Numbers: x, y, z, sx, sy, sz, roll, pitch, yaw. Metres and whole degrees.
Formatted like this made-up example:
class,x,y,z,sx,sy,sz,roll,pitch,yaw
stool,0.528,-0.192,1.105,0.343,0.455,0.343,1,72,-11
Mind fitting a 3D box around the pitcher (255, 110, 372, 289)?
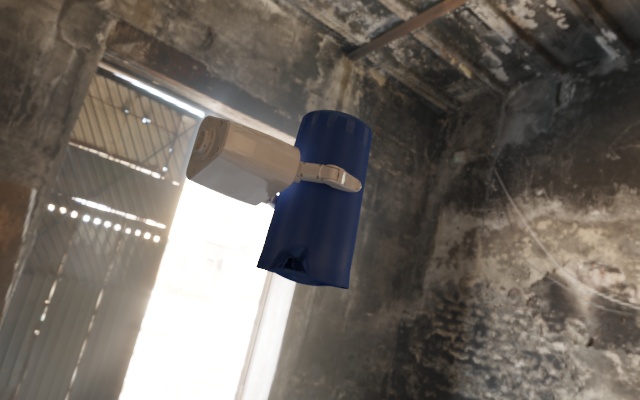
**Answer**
class,x,y,z,sx,sy,sz,roll,pitch,yaw
pitcher,0.000,0.002,0.698,0.145,0.242,0.149,21,-14,-33
